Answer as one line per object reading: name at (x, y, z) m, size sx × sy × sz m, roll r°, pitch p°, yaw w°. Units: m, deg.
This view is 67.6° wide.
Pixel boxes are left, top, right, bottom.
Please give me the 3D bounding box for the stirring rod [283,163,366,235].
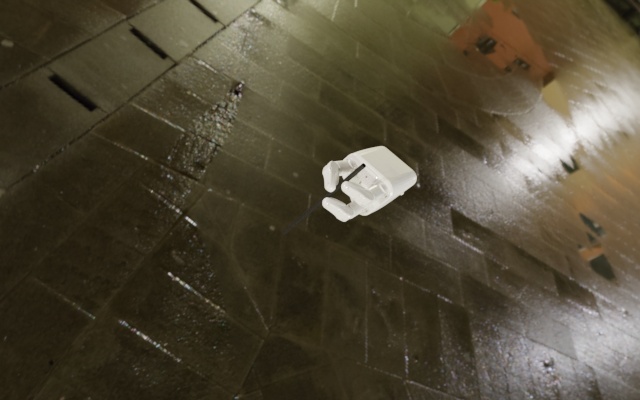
stirring rod at (0.000, 0.003, 0.847) m, size 0.011 × 0.011 × 0.240 m, roll 0°, pitch -30°, yaw -42°
